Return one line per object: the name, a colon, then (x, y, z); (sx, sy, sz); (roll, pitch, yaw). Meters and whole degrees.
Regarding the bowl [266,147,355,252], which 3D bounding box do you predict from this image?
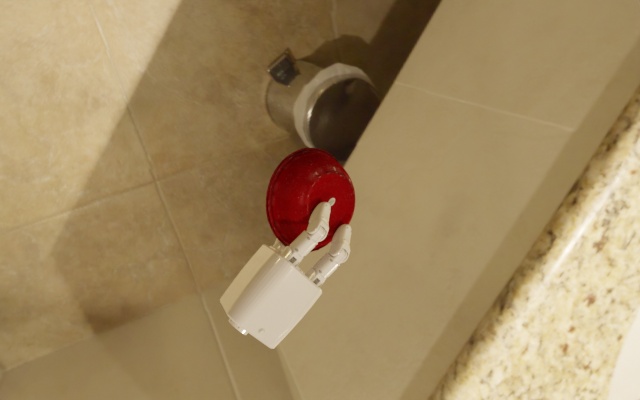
bowl: (0.001, 0.001, 0.714); (0.162, 0.162, 0.055); (0, 5, -39)
